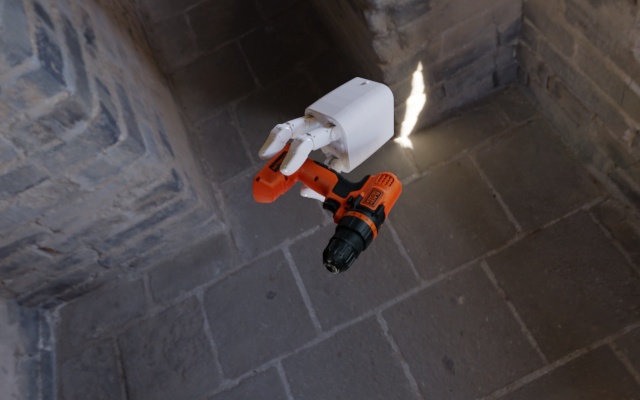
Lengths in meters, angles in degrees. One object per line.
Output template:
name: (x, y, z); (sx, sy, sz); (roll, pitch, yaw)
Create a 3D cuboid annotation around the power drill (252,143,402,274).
power drill: (0.000, 0.002, 0.676); (0.187, 0.057, 0.184); (26, 50, 17)
